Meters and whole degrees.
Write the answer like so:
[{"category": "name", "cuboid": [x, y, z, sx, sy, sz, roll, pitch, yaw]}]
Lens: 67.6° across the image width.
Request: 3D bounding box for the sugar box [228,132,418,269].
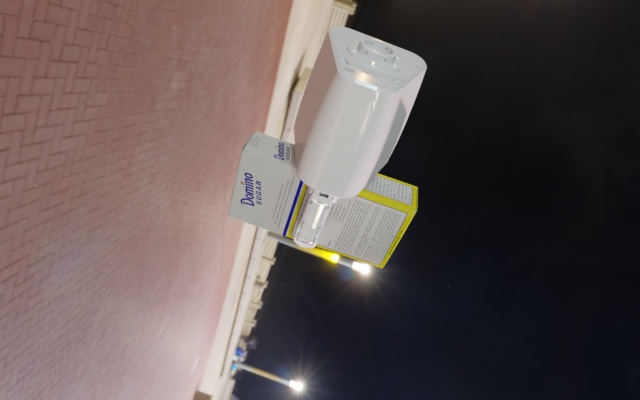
[{"category": "sugar box", "cuboid": [0.000, 0.001, 0.491, 0.176, 0.093, 0.048, 21, 38, -1]}]
